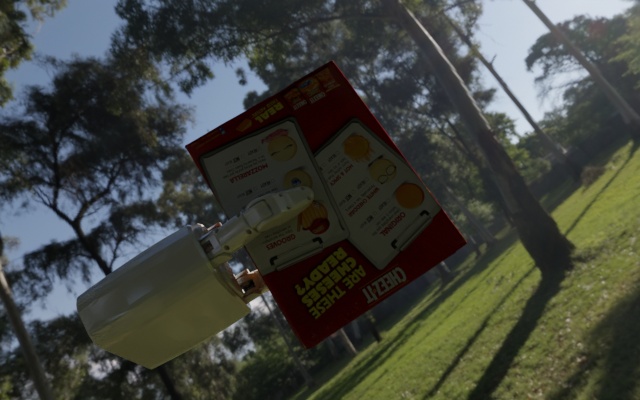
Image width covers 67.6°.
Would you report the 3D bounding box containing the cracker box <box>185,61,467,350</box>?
[{"bbox_3d":[0.000,0.001,0.447,0.164,0.213,0.072,-32,-15,-6],"label":"cracker box"}]
